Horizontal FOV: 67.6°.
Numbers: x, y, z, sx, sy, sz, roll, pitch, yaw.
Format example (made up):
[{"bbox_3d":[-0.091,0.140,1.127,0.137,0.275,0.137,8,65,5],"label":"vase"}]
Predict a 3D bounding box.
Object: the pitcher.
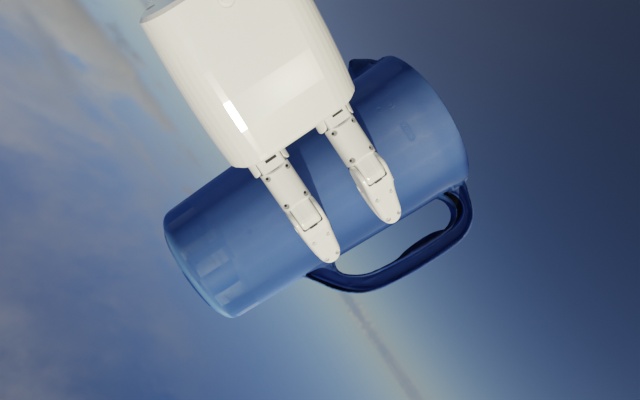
[{"bbox_3d":[0.000,0.001,0.414,0.243,0.145,0.149,-34,36,-4],"label":"pitcher"}]
